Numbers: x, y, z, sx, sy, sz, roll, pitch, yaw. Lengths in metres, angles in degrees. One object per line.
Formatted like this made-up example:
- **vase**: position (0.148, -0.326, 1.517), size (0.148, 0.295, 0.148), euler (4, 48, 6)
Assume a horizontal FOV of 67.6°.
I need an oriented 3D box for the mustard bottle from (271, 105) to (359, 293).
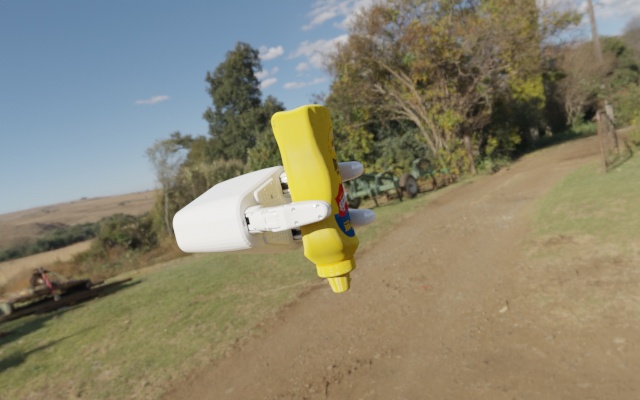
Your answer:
- **mustard bottle**: position (0.000, 0.001, 0.495), size (0.058, 0.191, 0.096), euler (-12, 4, 9)
